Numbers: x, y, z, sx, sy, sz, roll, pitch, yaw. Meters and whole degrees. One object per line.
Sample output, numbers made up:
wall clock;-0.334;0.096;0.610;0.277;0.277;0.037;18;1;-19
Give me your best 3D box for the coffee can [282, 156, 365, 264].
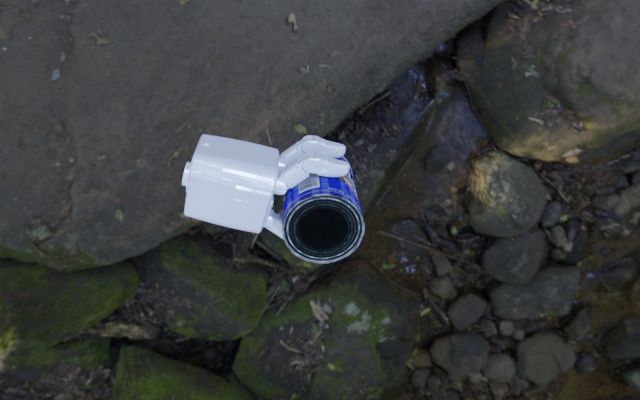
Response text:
coffee can;0.000;0.002;0.646;0.103;0.103;0.140;0;30;-4
